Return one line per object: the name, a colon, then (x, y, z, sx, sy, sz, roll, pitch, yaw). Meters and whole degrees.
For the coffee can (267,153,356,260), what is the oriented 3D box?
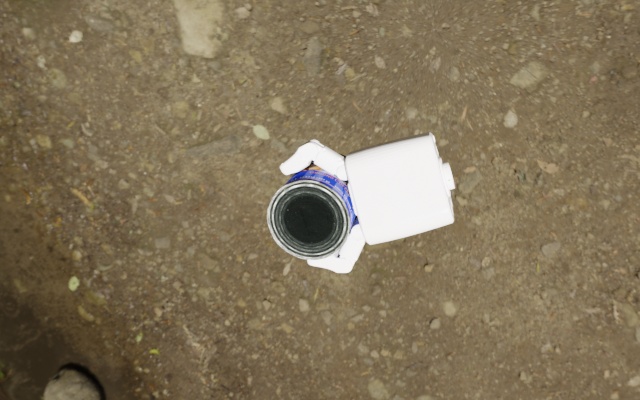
coffee can: (0.000, 0.002, 0.630, 0.103, 0.103, 0.140, 0, 19, 13)
